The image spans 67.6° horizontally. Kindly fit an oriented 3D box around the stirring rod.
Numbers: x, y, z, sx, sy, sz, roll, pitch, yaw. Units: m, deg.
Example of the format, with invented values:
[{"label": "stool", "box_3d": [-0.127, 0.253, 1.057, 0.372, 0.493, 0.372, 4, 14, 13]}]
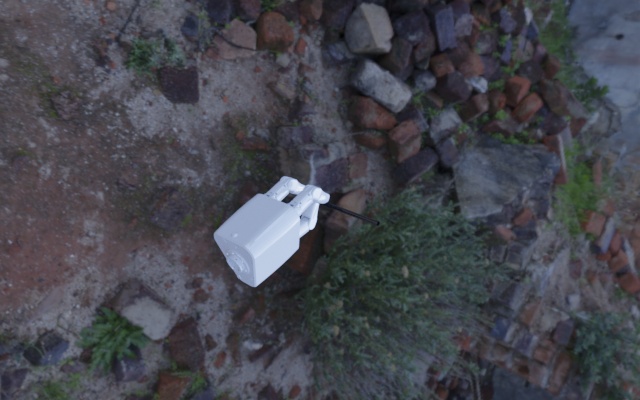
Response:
[{"label": "stirring rod", "box_3d": [0.000, 0.003, 0.836, 0.239, 0.011, 0.011, 20, 12, 35]}]
